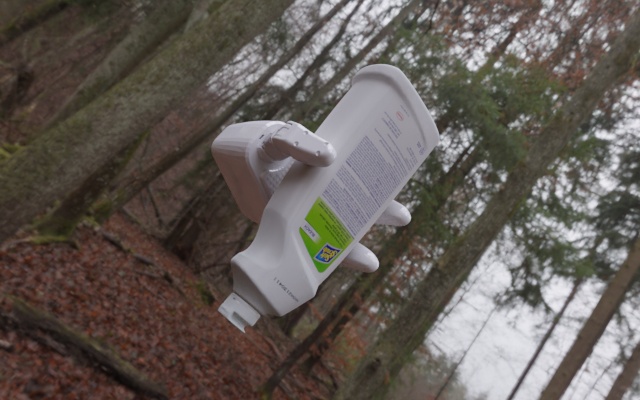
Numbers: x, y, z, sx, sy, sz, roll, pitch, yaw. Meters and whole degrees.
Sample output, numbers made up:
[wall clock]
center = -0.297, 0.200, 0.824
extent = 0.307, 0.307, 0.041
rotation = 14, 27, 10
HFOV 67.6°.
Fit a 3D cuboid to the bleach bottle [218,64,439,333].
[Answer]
[bleach bottle]
center = 0.000, 0.001, 0.419
extent = 0.103, 0.250, 0.068
rotation = 49, -18, -28
